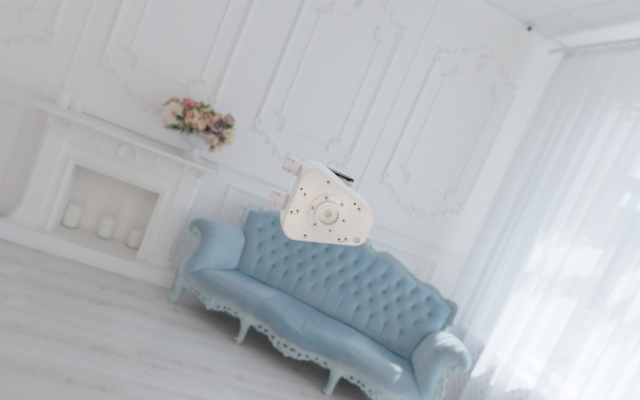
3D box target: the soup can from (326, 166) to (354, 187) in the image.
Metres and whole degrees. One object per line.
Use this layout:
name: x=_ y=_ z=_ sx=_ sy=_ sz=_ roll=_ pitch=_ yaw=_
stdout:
soup can: x=0.000 y=0.002 z=0.712 sx=0.068 sy=0.102 sz=0.068 roll=23 pitch=6 yaw=-3
